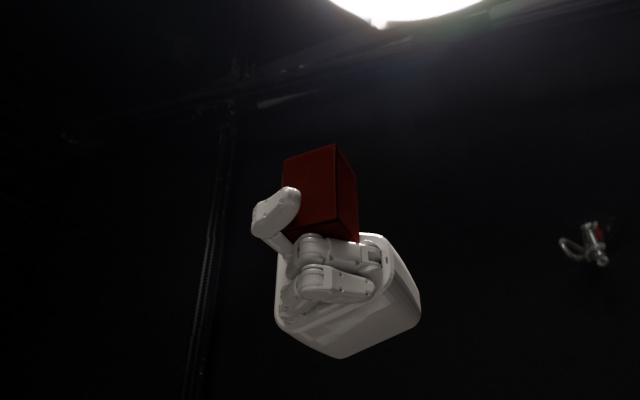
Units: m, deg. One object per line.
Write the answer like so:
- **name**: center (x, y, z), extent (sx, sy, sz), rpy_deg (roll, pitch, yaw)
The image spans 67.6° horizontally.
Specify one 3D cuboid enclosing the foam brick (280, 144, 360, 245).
- **foam brick**: center (0.000, 0.001, 0.416), extent (0.053, 0.078, 0.051), rpy_deg (-14, -36, 21)
